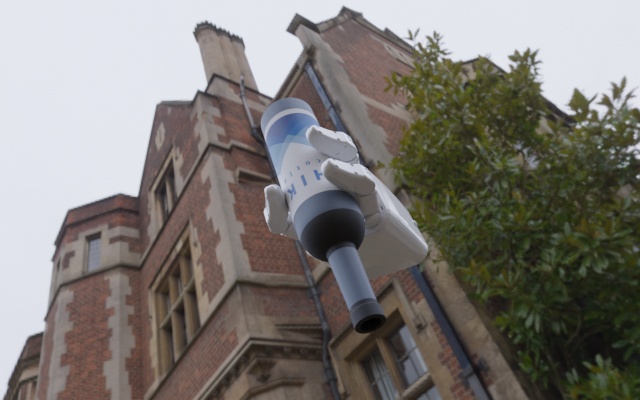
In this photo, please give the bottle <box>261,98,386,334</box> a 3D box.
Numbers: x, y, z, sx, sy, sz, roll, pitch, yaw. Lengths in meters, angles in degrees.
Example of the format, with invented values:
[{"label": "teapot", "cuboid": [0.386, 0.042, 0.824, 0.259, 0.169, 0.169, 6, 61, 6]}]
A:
[{"label": "bottle", "cuboid": [0.000, 0.001, 0.488, 0.069, 0.069, 0.295, 0, 43, -22]}]
